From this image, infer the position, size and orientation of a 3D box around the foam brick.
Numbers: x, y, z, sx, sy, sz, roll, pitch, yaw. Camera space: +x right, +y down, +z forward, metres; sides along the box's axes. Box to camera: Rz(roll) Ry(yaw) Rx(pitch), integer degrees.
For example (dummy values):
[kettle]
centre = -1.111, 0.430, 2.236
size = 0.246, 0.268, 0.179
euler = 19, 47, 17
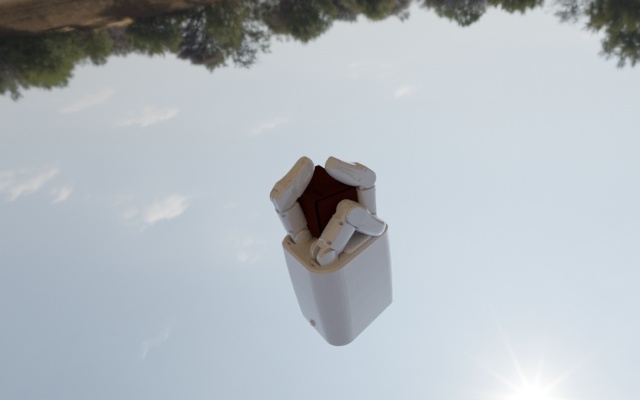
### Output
[foam brick]
centre = 0.000, 0.002, 0.526
size = 0.053, 0.051, 0.078
euler = -23, 30, -22
